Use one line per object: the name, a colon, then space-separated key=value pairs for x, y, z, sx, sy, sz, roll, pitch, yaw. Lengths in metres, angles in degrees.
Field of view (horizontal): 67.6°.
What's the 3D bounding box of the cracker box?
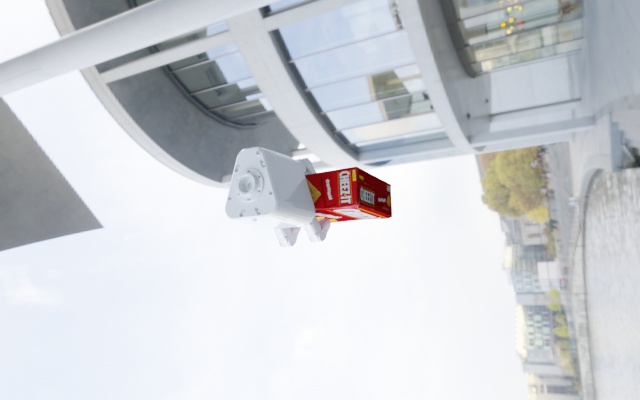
cracker box: x=0.000 y=0.003 z=0.844 sx=0.214 sy=0.072 sz=0.164 roll=-7 pitch=-11 yaw=27
